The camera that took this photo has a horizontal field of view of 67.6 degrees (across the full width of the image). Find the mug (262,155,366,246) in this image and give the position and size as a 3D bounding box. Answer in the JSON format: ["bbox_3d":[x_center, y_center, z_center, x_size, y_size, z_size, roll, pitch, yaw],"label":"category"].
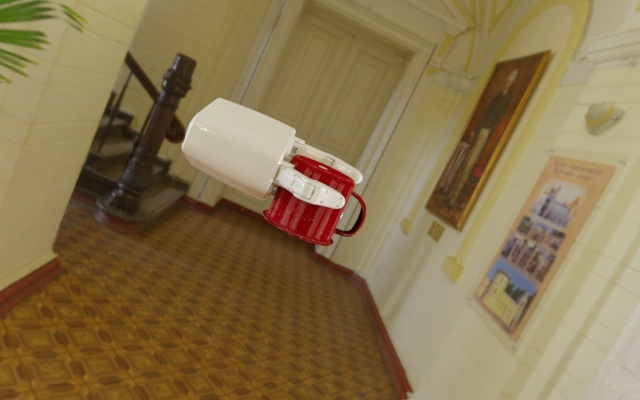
[{"bbox_3d":[0.001,0.002,0.571,0.117,0.081,0.093,24,9,-6],"label":"mug"}]
